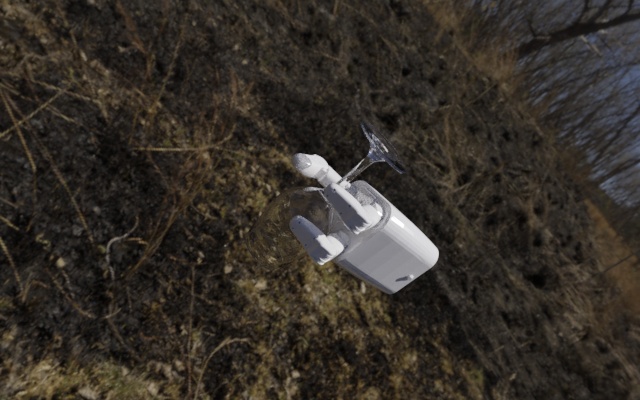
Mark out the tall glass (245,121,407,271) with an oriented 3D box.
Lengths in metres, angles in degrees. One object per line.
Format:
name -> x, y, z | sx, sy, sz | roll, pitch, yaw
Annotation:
tall glass -> 0.000, 0.001, 0.557 | 0.201, 0.079, 0.079 | -40, -17, 21
